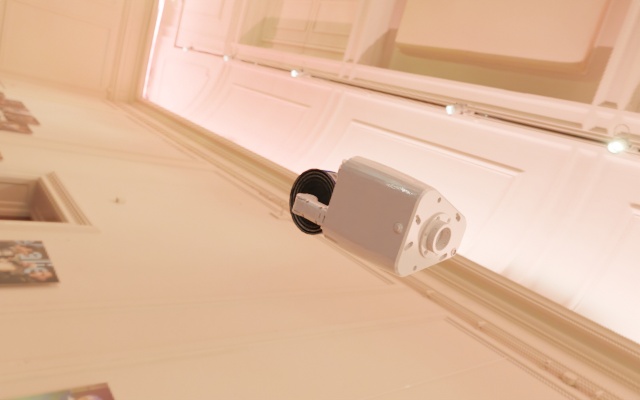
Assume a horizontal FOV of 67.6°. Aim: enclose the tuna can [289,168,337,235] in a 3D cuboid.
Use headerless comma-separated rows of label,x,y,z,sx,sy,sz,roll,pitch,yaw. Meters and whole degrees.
tuna can,0.000,0.002,0.621,0.086,0.086,0.034,0,-3,44
